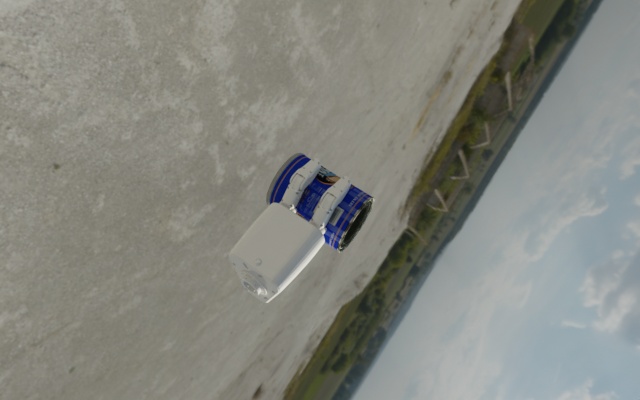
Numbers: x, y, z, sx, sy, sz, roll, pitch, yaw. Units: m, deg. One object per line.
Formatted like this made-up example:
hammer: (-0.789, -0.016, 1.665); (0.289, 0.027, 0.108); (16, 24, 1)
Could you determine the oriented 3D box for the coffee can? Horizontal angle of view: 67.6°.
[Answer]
coffee can: (0.000, 0.002, 0.759); (0.140, 0.103, 0.103); (32, 9, 15)
